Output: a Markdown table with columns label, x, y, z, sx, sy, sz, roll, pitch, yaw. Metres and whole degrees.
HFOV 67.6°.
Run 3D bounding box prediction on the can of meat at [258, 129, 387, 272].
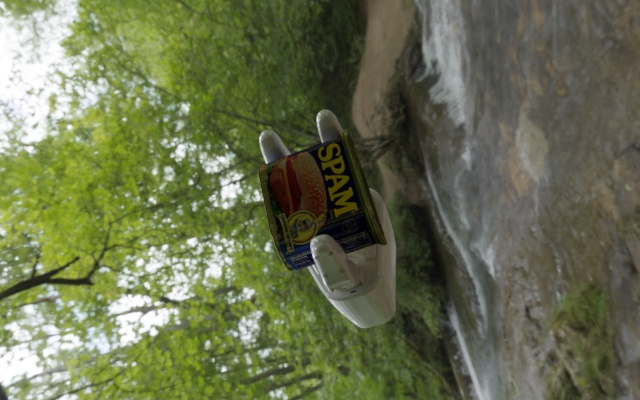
| label | x | y | z | sx | sy | sz | roll | pitch | yaw |
| --- | --- | --- | --- | --- | --- | --- | --- | --- | --- |
| can of meat | 0.000 | 0.001 | 0.405 | 0.084 | 0.102 | 0.057 | -20 | -31 | 8 |
